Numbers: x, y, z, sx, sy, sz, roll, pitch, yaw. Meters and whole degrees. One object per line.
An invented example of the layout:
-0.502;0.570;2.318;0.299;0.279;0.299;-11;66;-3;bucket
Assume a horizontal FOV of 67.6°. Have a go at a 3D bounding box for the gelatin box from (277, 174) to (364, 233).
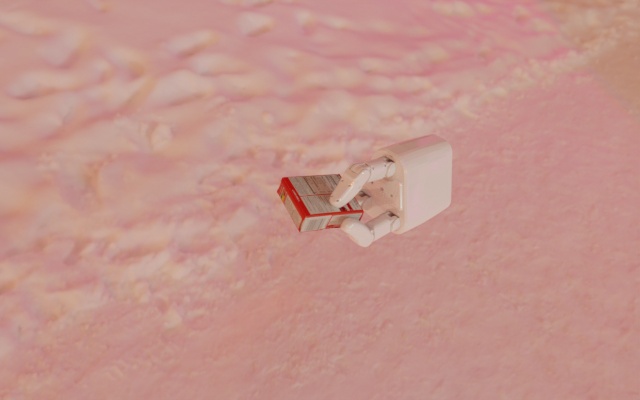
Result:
0.000;0.002;0.602;0.089;0.030;0.073;-5;45;-32;gelatin box
